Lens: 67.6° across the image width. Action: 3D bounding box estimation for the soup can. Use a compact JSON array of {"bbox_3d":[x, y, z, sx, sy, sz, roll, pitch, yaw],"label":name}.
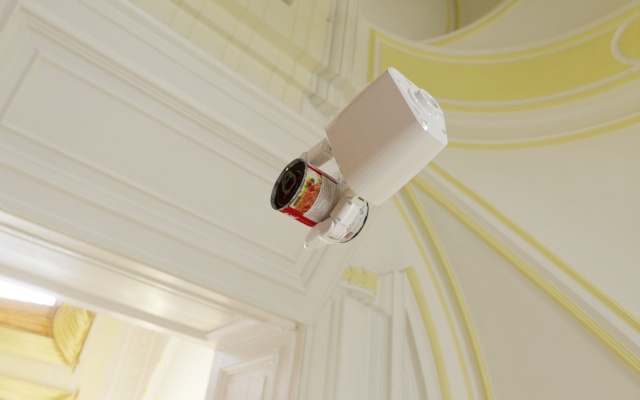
[{"bbox_3d":[0.000,0.002,0.579,0.102,0.068,0.068,29,-15,-29],"label":"soup can"}]
